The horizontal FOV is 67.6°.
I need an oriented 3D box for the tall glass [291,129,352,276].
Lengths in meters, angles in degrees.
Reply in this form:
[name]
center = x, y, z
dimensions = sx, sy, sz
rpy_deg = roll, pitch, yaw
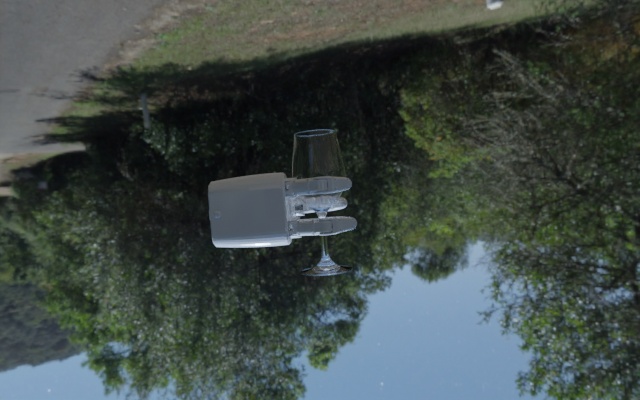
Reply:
[tall glass]
center = 0.000, 0.003, 0.686
dimensions = 0.079, 0.201, 0.079
rpy_deg = -5, 1, 0
